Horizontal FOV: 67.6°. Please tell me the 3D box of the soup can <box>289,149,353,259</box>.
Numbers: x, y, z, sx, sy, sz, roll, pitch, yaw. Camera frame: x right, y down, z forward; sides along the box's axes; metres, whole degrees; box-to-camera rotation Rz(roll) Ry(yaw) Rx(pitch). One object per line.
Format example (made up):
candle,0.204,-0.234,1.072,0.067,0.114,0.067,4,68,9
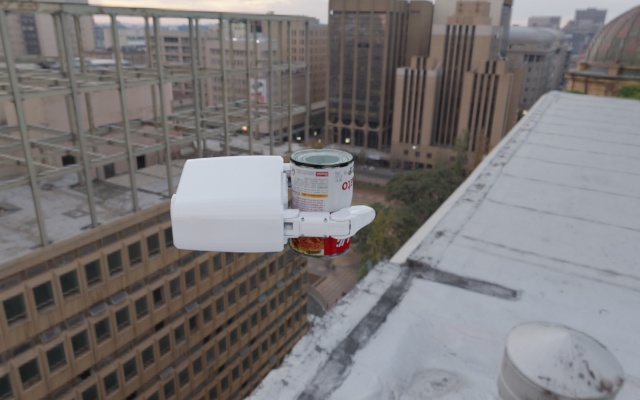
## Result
soup can,0.001,0.001,0.510,0.068,0.102,0.068,1,20,0
